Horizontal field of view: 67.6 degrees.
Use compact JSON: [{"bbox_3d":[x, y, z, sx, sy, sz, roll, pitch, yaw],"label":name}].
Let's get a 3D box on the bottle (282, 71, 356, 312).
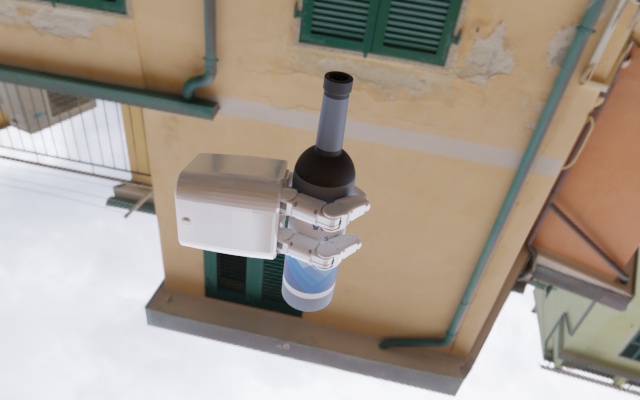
[{"bbox_3d":[0.000,0.002,0.530,0.069,0.296,0.069,5,37,-4],"label":"bottle"}]
